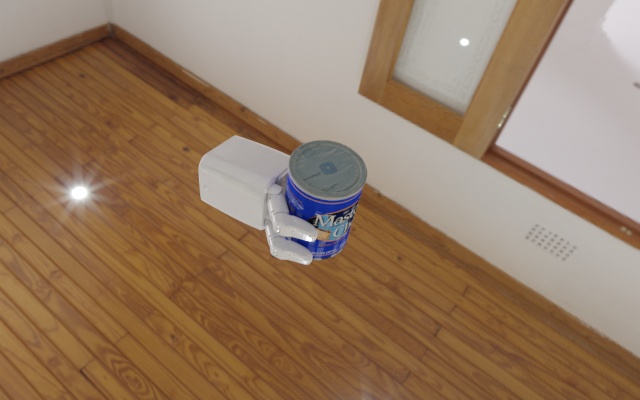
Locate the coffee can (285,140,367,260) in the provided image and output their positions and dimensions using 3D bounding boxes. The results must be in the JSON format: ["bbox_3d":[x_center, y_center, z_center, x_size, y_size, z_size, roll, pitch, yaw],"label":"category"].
[{"bbox_3d":[0.000,0.002,0.663,0.103,0.102,0.140,0,-40,-11],"label":"coffee can"}]
